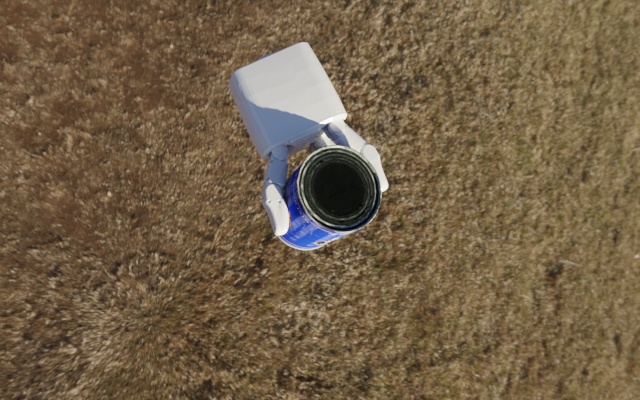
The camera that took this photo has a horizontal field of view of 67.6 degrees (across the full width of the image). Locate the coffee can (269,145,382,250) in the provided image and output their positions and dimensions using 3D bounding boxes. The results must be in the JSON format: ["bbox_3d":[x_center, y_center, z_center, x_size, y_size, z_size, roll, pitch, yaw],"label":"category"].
[{"bbox_3d":[0.000,0.002,0.598,0.103,0.102,0.140,0,-13,-19],"label":"coffee can"}]
